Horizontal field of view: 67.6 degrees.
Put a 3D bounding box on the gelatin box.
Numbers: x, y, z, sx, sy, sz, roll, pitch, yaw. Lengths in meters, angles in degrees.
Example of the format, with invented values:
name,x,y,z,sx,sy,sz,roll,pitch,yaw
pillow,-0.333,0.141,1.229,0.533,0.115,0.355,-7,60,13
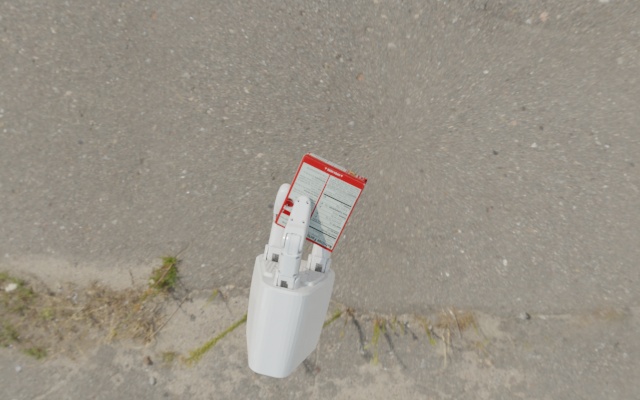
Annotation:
name,x,y,z,sx,sy,sz,roll,pitch,yaw
gelatin box,0.000,0.002,0.528,0.073,0.089,0.030,26,16,4
